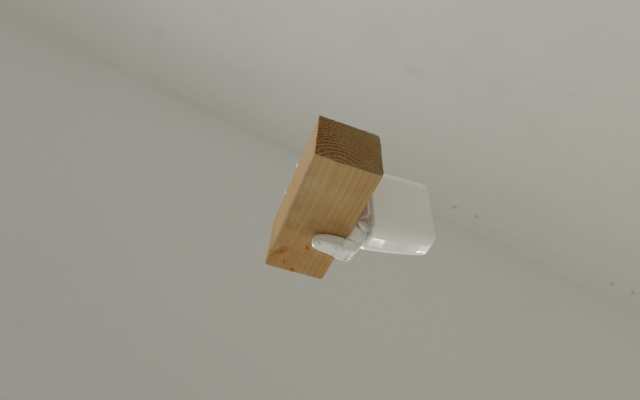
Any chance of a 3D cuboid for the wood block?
[{"bbox_3d":[0.000,0.003,0.656,0.090,0.206,0.090,17,39,-11],"label":"wood block"}]
